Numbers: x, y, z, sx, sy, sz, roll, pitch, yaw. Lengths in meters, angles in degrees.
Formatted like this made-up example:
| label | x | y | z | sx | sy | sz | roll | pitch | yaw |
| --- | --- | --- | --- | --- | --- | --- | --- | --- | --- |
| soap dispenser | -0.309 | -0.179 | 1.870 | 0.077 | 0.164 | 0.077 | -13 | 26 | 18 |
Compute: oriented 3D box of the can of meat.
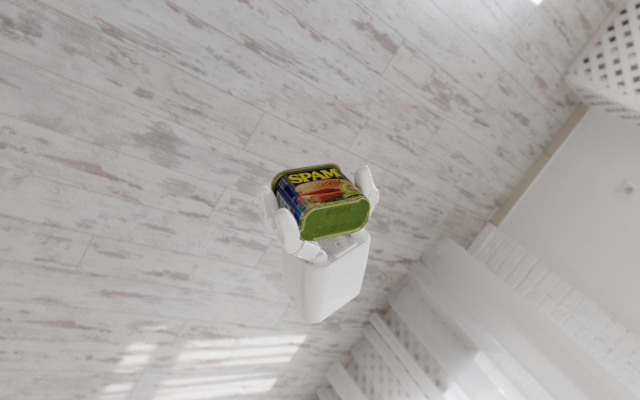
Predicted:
| label | x | y | z | sx | sy | sz | roll | pitch | yaw |
| --- | --- | --- | --- | --- | --- | --- | --- | --- | --- |
| can of meat | 0.000 | 0.002 | 0.595 | 0.102 | 0.057 | 0.084 | -10 | 38 | -27 |
